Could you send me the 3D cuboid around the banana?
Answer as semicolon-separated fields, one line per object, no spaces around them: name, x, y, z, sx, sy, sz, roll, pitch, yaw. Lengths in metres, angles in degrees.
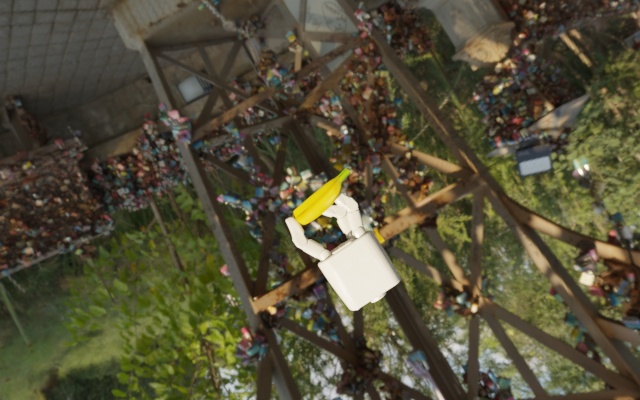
banana;-0.010;0.010;0.853;0.069;0.037;0.198;-37;-1;-37
